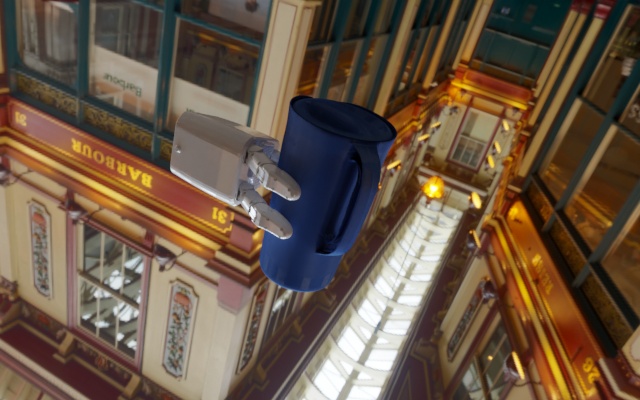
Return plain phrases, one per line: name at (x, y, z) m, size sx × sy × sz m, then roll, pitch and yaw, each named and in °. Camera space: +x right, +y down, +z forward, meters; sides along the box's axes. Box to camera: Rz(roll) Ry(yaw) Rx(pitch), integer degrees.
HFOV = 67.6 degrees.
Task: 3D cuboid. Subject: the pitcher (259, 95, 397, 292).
pitcher at (0.000, 0.002, 0.610) m, size 0.145 × 0.243 × 0.149 m, roll 25°, pitch 28°, yaw 14°
